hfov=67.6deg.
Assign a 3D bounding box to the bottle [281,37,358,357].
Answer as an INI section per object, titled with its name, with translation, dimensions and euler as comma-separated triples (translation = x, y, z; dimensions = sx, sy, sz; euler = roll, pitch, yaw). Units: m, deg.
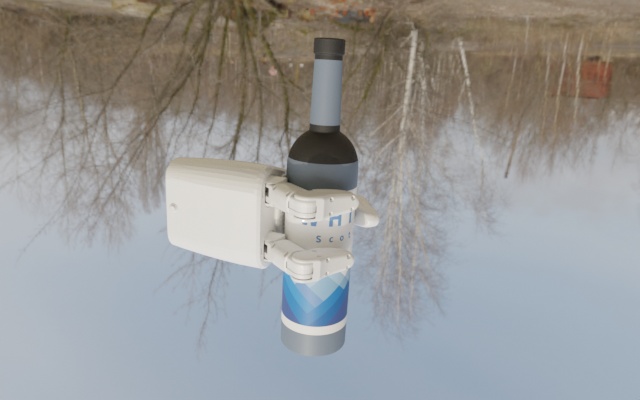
[bottle]
translation = 0.000, 0.002, 0.453
dimensions = 0.069, 0.296, 0.069
euler = 3, 16, -1
